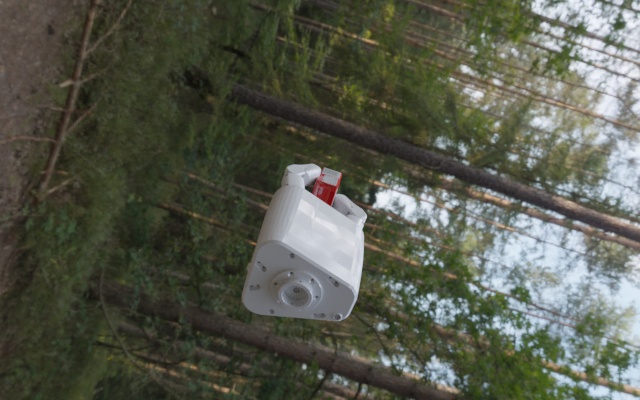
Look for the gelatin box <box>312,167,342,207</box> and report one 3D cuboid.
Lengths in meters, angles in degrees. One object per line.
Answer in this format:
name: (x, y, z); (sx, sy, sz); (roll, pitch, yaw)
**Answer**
gelatin box: (0.001, 0.002, 0.617); (0.030, 0.073, 0.089); (20, 16, 1)
